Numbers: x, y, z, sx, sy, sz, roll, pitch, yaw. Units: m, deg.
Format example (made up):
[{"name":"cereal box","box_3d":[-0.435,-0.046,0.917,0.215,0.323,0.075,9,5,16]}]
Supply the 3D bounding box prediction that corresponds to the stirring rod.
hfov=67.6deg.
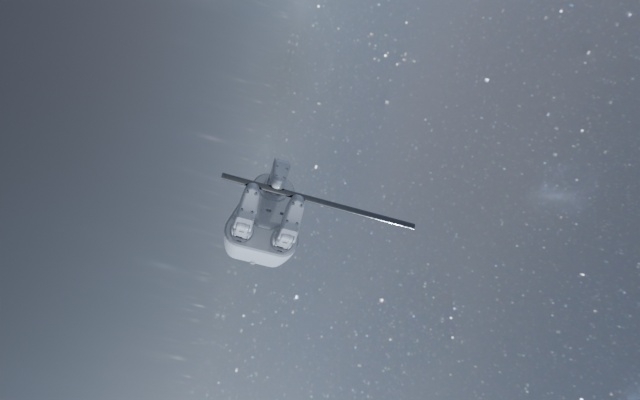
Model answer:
[{"name":"stirring rod","box_3d":[0.000,0.002,0.573,0.239,0.011,0.011,15,-2,-8]}]
